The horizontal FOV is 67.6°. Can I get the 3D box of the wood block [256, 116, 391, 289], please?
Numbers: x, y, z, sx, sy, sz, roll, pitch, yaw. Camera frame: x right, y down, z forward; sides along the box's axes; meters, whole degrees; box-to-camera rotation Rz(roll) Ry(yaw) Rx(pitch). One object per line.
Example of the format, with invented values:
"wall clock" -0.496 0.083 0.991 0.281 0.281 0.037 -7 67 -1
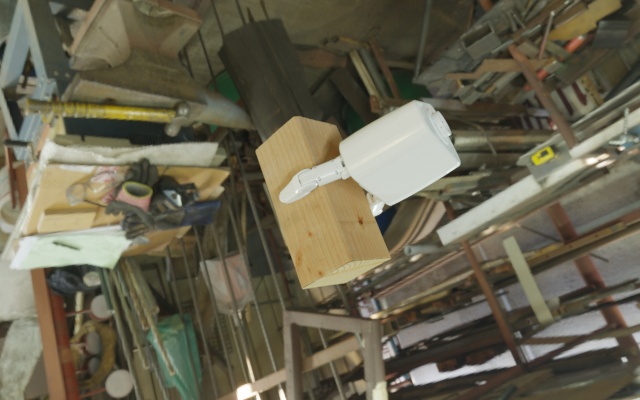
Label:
"wood block" 0.000 0.002 0.641 0.090 0.206 0.091 -35 -24 34
